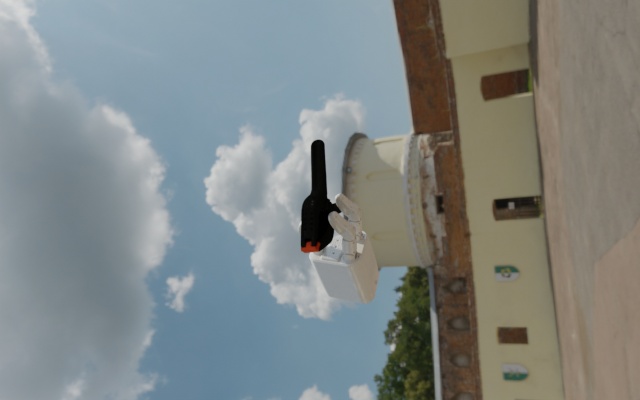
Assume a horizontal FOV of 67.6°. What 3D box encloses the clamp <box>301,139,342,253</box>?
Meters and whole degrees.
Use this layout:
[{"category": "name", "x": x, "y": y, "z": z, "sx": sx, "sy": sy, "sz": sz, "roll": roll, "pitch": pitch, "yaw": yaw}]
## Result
[{"category": "clamp", "x": -0.001, "y": 0.003, "z": 0.838, "sx": 0.036, "sy": 0.165, "sz": 0.209, "roll": -9, "pitch": 32, "yaw": 24}]
